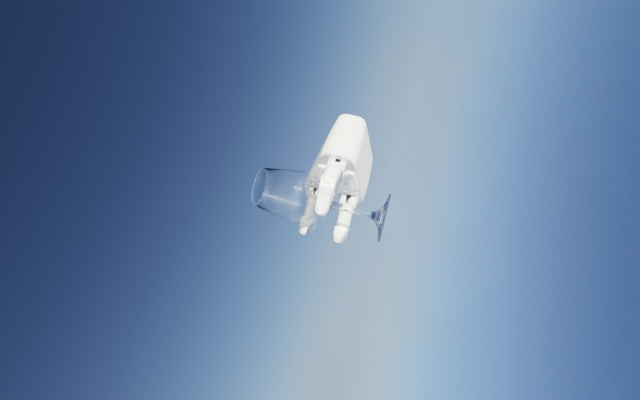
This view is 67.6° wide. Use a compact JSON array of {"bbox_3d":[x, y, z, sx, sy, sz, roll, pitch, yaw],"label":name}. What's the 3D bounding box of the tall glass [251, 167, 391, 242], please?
[{"bbox_3d":[0.001,0.003,0.723,0.201,0.079,0.079,14,2,7],"label":"tall glass"}]
